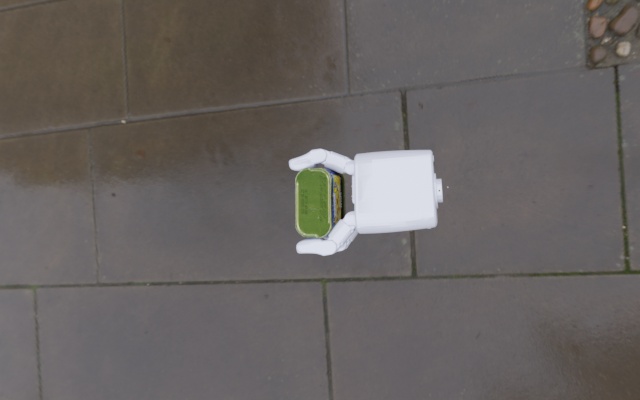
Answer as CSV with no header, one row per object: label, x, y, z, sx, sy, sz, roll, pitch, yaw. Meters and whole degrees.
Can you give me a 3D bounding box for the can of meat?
can of meat,0.000,0.002,0.690,0.057,0.102,0.084,-1,1,14
